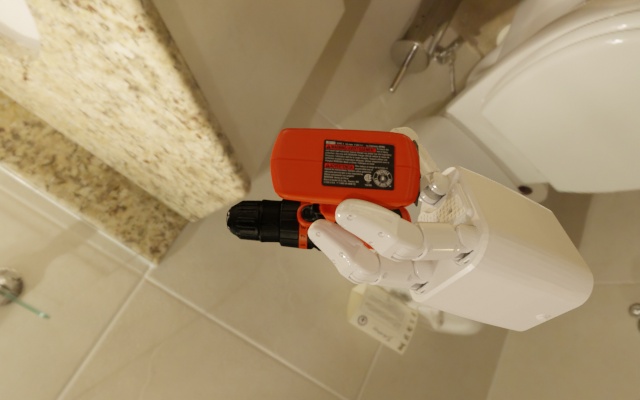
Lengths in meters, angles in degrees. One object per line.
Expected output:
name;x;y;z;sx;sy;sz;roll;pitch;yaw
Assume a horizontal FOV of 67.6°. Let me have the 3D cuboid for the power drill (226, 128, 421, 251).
power drill;0.000;0.001;0.414;0.184;0.057;0.188;1;-17;-1
